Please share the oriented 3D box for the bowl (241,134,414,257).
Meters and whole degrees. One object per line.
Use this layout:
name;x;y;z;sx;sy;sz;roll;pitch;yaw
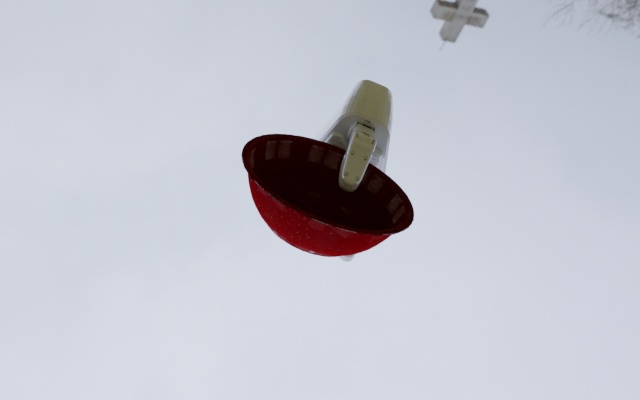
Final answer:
bowl;-0.001;0.002;0.432;0.162;0.055;0.162;19;27;-10
